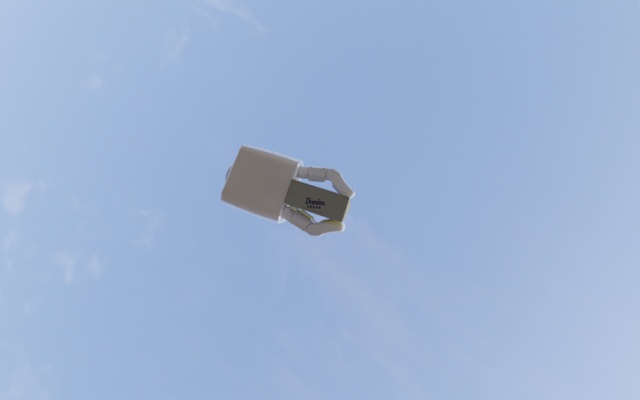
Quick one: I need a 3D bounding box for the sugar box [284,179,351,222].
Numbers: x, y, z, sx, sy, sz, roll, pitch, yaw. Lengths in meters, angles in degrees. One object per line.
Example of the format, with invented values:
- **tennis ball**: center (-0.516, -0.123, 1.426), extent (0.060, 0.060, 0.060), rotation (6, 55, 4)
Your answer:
- **sugar box**: center (0.000, 0.003, 0.779), extent (0.093, 0.048, 0.176), rotation (18, 2, 5)
